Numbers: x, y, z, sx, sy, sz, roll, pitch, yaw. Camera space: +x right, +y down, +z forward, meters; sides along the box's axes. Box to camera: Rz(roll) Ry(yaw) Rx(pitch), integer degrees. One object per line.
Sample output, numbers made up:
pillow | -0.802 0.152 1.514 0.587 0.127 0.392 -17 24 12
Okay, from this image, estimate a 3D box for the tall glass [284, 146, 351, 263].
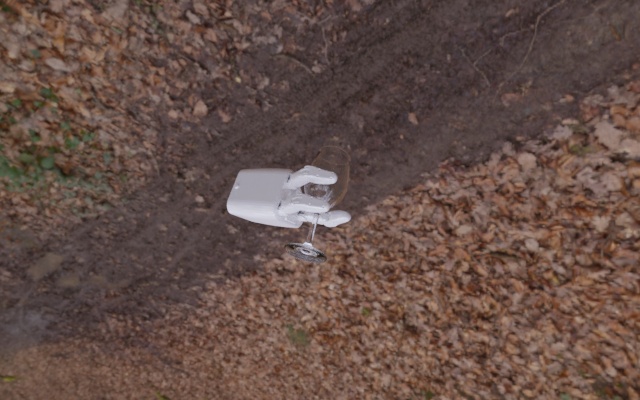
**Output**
tall glass | 0.000 0.003 0.837 0.079 0.201 0.079 14 -26 7
